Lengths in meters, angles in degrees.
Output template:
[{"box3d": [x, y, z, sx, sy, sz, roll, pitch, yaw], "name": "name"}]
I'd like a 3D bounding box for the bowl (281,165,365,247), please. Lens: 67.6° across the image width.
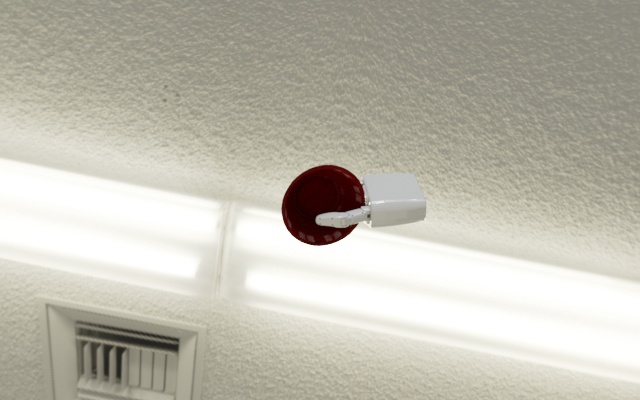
[{"box3d": [-0.001, 0.003, 0.898, 0.162, 0.162, 0.055, 0, 21, -18], "name": "bowl"}]
